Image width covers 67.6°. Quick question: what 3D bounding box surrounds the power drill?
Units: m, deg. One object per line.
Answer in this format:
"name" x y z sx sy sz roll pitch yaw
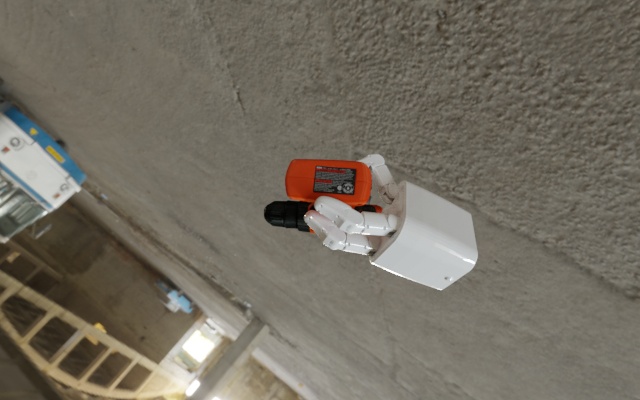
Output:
"power drill" 0.000 0.002 0.662 0.184 0.057 0.188 2 -17 5
